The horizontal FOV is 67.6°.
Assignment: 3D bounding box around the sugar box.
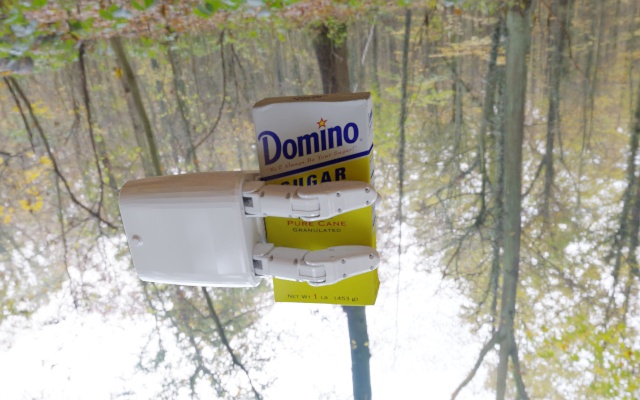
[{"bbox_3d":[0.000,0.002,0.403,0.093,0.176,0.048,-1,21,12],"label":"sugar box"}]
